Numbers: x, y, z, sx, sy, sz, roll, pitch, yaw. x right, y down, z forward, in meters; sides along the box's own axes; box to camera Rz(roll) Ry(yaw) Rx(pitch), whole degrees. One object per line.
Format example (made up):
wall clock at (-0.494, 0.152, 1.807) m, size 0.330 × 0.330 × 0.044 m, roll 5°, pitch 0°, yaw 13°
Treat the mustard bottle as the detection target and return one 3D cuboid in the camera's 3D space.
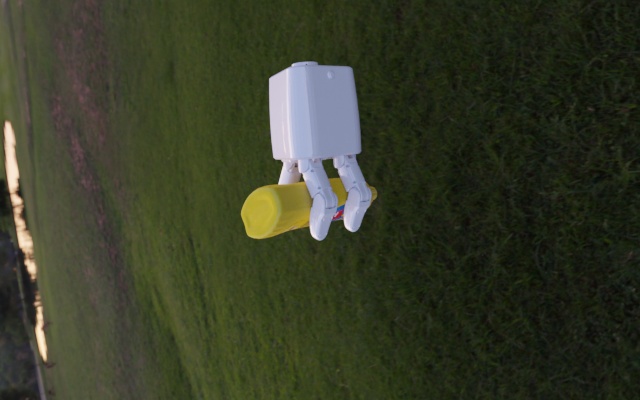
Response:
mustard bottle at (0.000, 0.002, 0.622) m, size 0.191 × 0.058 × 0.096 m, roll -11°, pitch -16°, yaw -37°
